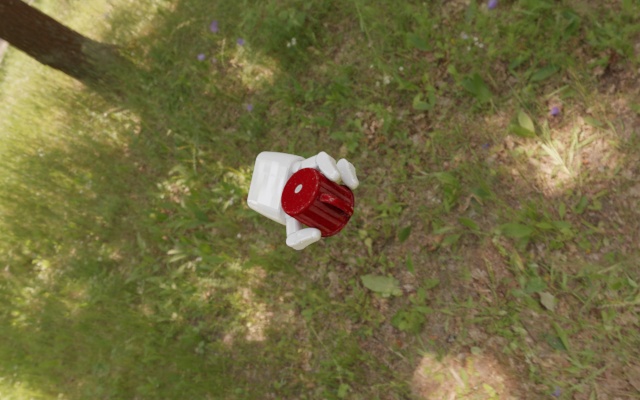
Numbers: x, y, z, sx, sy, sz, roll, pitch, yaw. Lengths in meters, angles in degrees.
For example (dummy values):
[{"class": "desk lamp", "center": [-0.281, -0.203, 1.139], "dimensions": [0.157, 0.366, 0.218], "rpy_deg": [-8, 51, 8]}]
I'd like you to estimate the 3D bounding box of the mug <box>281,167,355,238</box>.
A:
[{"class": "mug", "center": [0.001, 0.003, 0.734], "dimensions": [0.081, 0.093, 0.117], "rpy_deg": [32, -10, -40]}]
